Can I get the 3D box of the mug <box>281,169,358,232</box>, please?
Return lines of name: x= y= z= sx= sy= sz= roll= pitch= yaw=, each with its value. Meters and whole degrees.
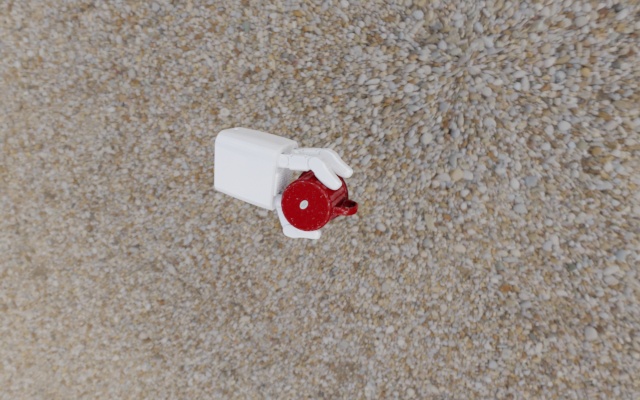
mug: x=0.001 y=0.003 z=0.740 sx=0.117 sy=0.093 sz=0.081 roll=16 pitch=19 yaw=14
